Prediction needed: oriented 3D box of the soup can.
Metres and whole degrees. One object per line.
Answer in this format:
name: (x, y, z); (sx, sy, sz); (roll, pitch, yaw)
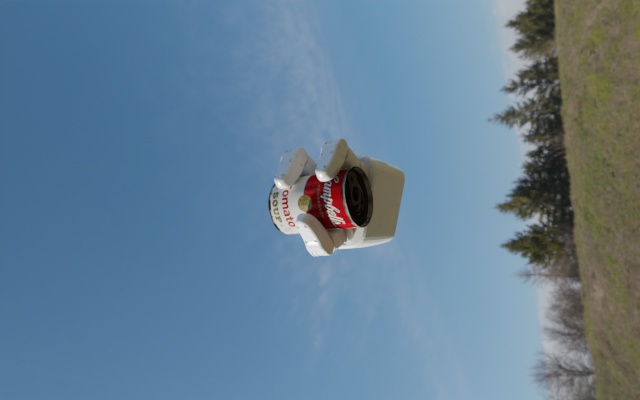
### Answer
soup can: (0.000, 0.002, 0.547); (0.102, 0.068, 0.068); (-8, -4, 31)
